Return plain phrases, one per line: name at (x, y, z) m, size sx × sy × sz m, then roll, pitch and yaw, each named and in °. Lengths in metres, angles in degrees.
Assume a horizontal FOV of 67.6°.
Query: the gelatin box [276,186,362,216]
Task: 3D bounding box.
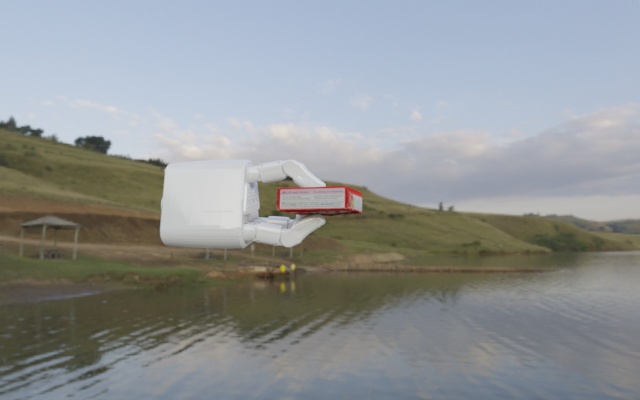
gelatin box at (0.000, 0.001, 0.585) m, size 0.089 × 0.030 × 0.073 m, roll -2°, pitch -6°, yaw 18°
